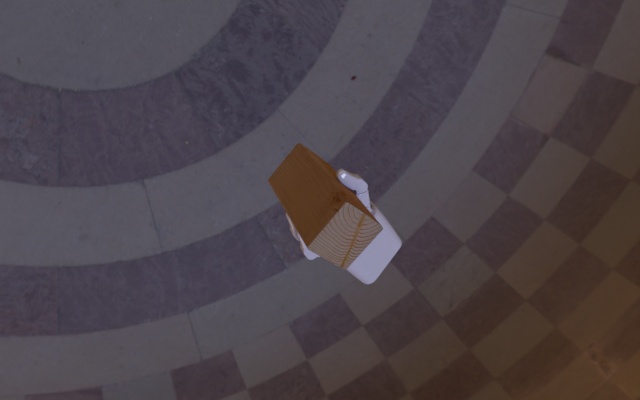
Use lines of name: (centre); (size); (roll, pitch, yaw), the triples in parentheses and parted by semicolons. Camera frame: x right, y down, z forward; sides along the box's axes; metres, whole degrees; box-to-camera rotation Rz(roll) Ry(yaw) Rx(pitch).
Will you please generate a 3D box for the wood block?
wood block: (0.001, 0.003, 0.771); (0.090, 0.091, 0.206); (34, 12, -36)
